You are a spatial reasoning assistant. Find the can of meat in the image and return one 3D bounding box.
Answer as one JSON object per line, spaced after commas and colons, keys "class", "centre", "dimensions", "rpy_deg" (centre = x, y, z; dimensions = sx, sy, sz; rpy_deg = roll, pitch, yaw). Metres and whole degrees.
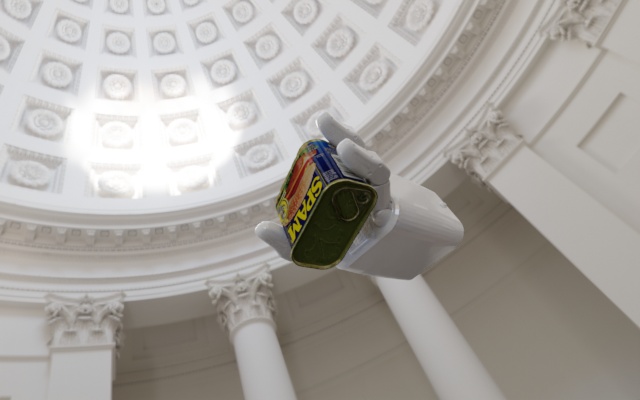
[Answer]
{"class": "can of meat", "centre": [0.000, 0.001, 0.471], "dimensions": [0.057, 0.102, 0.084], "rpy_deg": [13, 30, -29]}
